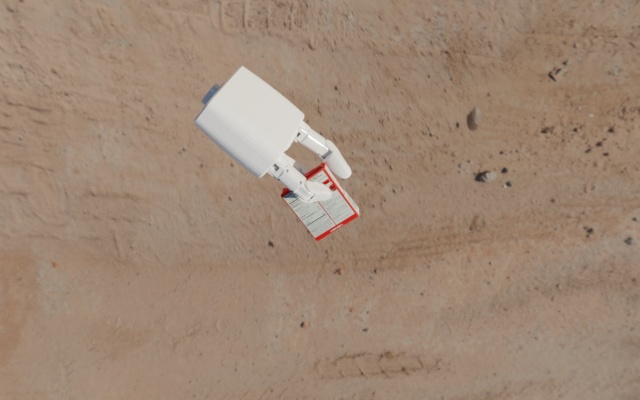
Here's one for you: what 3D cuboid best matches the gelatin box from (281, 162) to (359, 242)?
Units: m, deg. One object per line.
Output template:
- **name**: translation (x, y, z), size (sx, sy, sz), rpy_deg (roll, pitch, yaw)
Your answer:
- **gelatin box**: translation (0.000, 0.003, 0.666), size (0.073, 0.089, 0.030), rpy_deg (-33, 16, 15)
